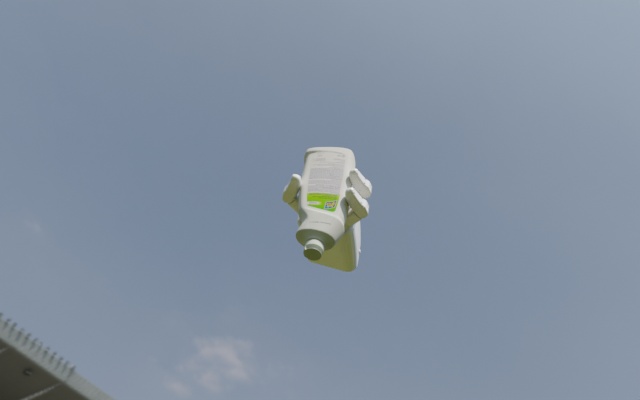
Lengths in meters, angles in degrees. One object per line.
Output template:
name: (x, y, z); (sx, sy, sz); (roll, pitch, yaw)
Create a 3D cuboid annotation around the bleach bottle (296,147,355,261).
bleach bottle: (0.000, 0.003, 0.832); (0.102, 0.068, 0.250); (0, 40, 12)
